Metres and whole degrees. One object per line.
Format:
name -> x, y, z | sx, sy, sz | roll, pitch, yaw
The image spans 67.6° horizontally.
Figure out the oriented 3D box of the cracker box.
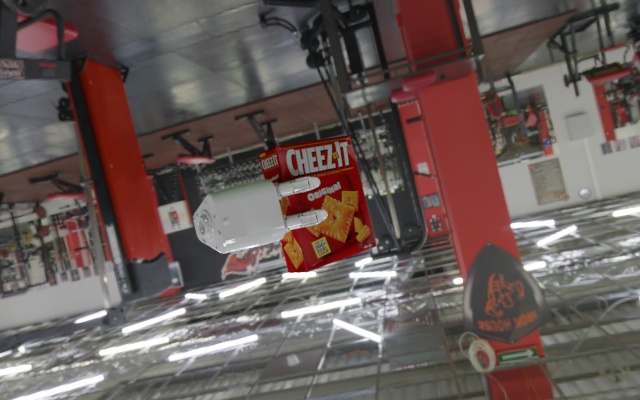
cracker box -> 0.000, 0.003, 0.839 | 0.164, 0.213, 0.072 | -14, 1, -36
